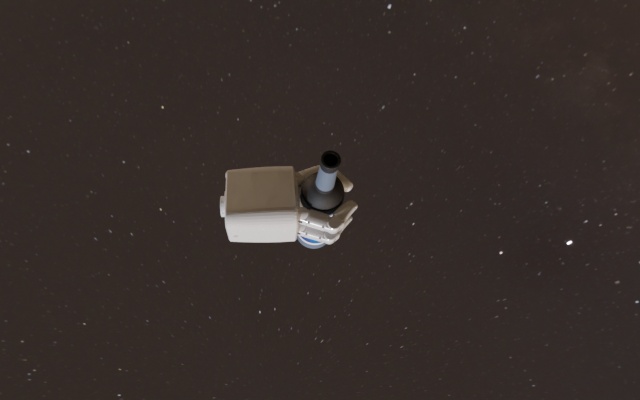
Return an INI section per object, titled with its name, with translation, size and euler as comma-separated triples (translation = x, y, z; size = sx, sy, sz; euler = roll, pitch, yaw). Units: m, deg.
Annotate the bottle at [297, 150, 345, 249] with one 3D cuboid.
[bottle]
translation = 0.000, 0.003, 0.757
size = 0.069, 0.069, 0.296
euler = 0, -22, -6
